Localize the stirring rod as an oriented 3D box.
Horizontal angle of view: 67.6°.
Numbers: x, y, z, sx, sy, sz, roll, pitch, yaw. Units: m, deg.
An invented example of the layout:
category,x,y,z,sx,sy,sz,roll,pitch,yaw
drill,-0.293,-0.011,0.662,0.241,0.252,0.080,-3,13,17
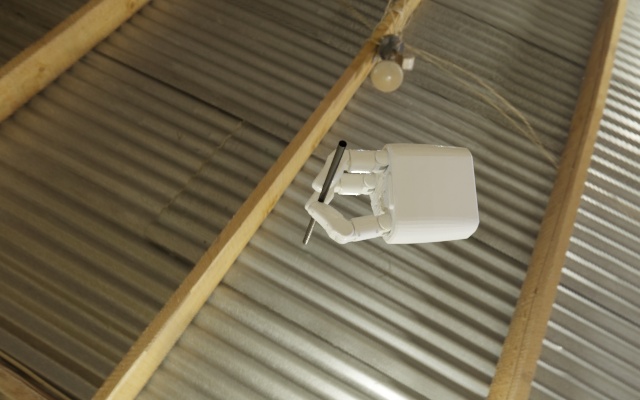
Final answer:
category,x,y,z,sx,sy,sz,roll,pitch,yaw
stirring rod,0.000,0.002,0.555,0.011,0.011,0.240,0,-27,-11
